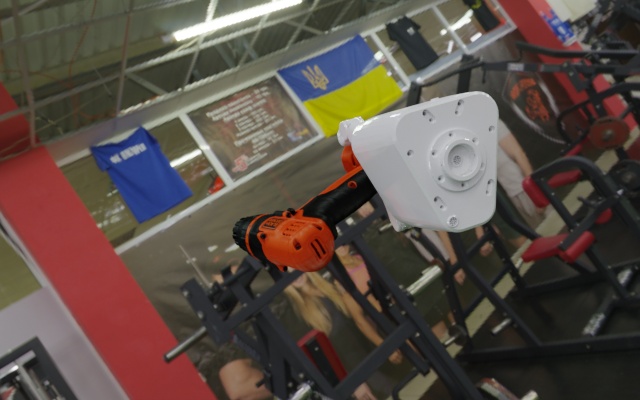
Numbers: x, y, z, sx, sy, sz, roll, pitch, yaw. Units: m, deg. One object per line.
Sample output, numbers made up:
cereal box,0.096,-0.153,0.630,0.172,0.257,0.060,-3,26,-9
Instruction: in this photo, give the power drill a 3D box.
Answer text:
power drill,0.001,0.001,0.528,0.187,0.057,0.184,-41,22,-22
